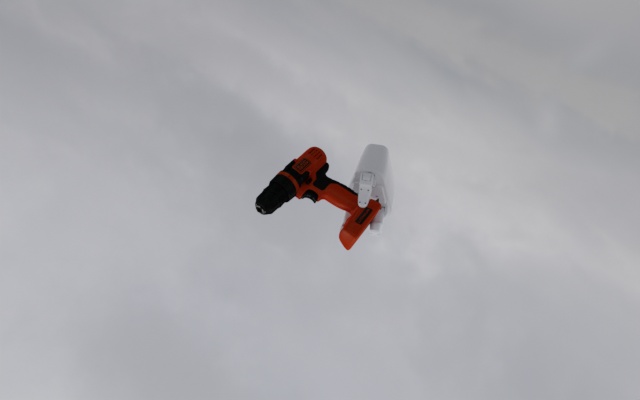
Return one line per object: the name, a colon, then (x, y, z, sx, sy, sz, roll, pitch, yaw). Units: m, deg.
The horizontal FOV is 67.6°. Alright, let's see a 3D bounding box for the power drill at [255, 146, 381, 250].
power drill: (0.001, 0.003, 0.857, 0.184, 0.187, 0.057, -47, -10, -34)
